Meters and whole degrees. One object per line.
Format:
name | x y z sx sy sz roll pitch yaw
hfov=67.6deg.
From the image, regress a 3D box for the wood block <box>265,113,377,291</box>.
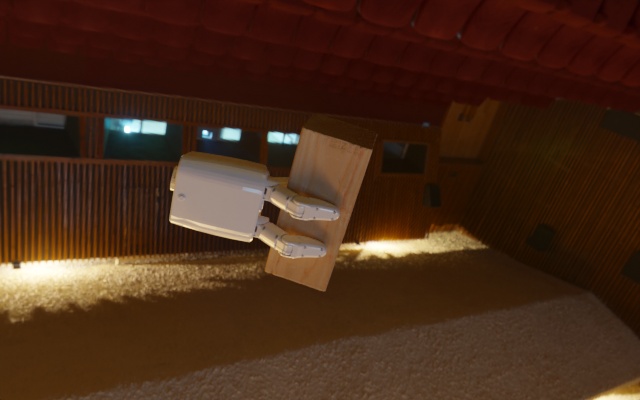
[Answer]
wood block | 0.000 0.002 0.637 0.090 0.206 0.090 18 24 2
